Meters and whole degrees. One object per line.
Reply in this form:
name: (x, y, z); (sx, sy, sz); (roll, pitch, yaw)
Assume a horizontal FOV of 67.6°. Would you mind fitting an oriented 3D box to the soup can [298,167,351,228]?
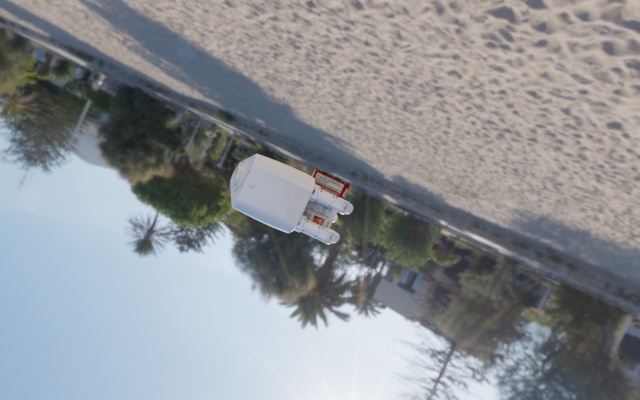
soup can: (0.000, 0.003, 0.819); (0.068, 0.102, 0.068); (25, 2, -1)
